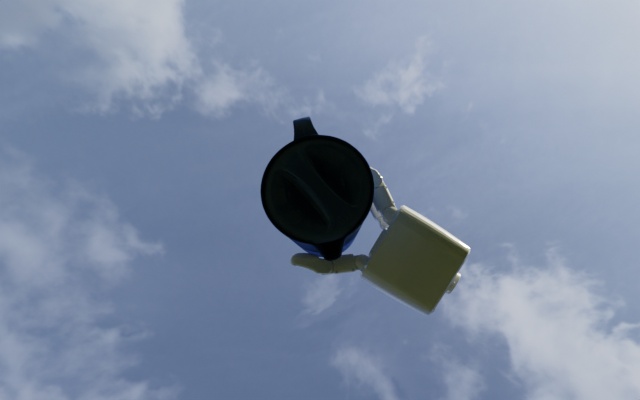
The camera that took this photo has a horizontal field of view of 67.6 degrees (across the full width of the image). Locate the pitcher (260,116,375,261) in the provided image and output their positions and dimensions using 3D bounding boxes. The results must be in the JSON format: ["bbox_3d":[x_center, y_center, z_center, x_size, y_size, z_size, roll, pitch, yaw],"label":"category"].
[{"bbox_3d":[0.000,0.002,0.667,0.145,0.149,0.243,30,-10,9],"label":"pitcher"}]
